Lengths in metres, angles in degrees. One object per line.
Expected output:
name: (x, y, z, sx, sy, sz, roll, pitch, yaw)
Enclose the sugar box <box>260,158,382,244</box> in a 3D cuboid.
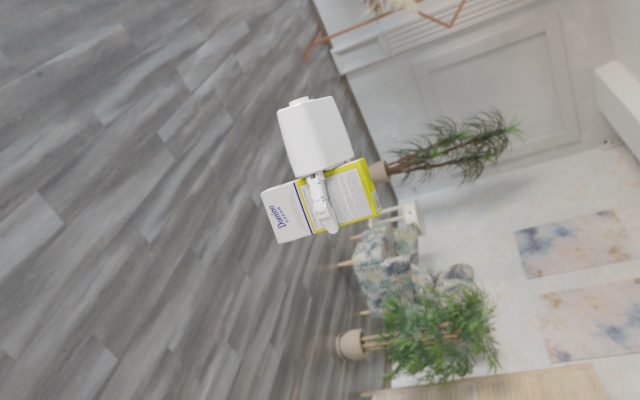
sugar box: (0.000, 0.002, 0.771, 0.176, 0.093, 0.048, -16, 8, 21)
